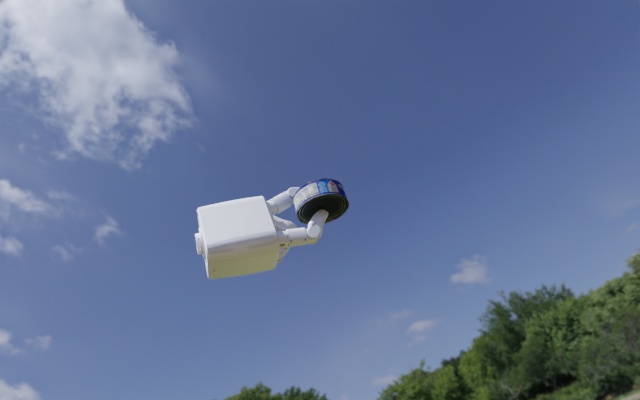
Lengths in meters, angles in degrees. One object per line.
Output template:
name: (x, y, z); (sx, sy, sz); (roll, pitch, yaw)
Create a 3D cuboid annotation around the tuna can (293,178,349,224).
tuna can: (0.000, 0.002, 0.764); (0.086, 0.033, 0.086); (-12, -32, -7)
